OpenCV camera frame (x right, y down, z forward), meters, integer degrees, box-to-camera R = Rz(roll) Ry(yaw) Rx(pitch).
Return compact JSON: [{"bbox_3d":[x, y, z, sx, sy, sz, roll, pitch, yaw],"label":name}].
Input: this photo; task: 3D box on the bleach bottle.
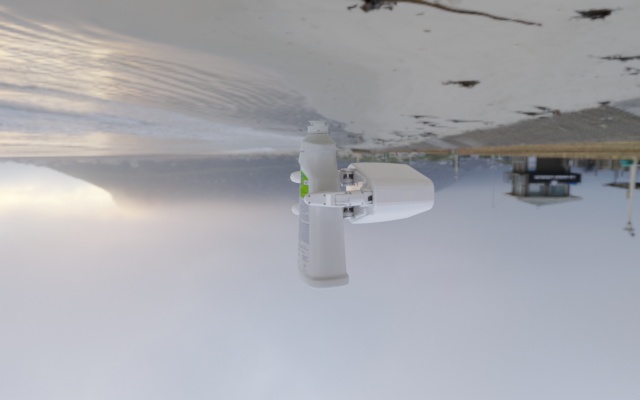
[{"bbox_3d":[0.000,0.002,0.743,0.068,0.251,0.102,-3,6,-20],"label":"bleach bottle"}]
